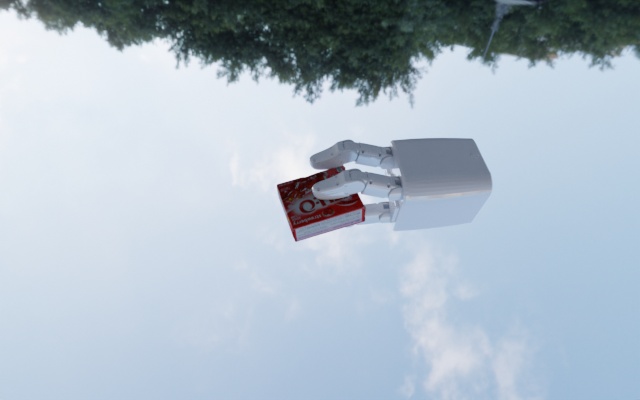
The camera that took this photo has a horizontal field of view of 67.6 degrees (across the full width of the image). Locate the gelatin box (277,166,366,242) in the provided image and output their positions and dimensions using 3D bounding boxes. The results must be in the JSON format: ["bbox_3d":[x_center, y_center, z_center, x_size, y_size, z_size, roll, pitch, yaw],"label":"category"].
[{"bbox_3d":[0.000,0.002,0.567,0.089,0.073,0.030,-17,-39,-8],"label":"gelatin box"}]
